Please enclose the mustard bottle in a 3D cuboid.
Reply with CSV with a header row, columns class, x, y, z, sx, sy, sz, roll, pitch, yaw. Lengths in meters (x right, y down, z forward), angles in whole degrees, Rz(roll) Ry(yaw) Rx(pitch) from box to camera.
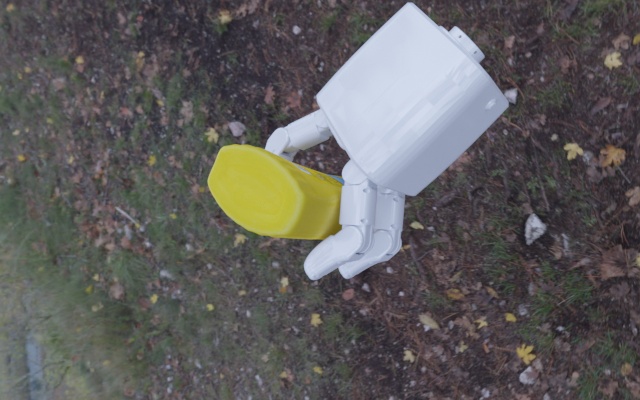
class,x,y,z,sx,sy,sz,roll,pitch,yaw
mustard bottle,0.000,0.002,0.421,0.096,0.058,0.191,28,9,32
